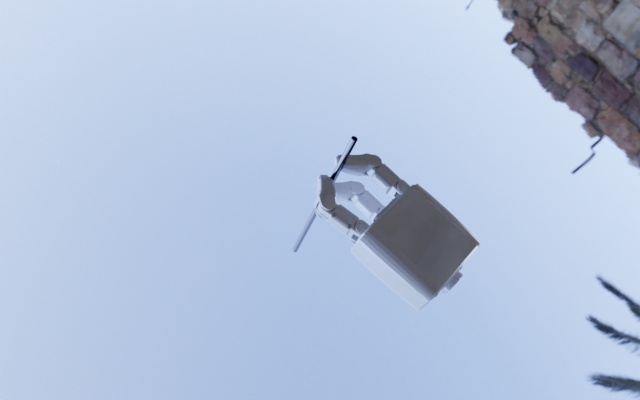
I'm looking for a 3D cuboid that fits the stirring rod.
[{"bbox_3d":[0.000,0.002,0.629,0.011,0.011,0.240,0,-37,-24],"label":"stirring rod"}]
